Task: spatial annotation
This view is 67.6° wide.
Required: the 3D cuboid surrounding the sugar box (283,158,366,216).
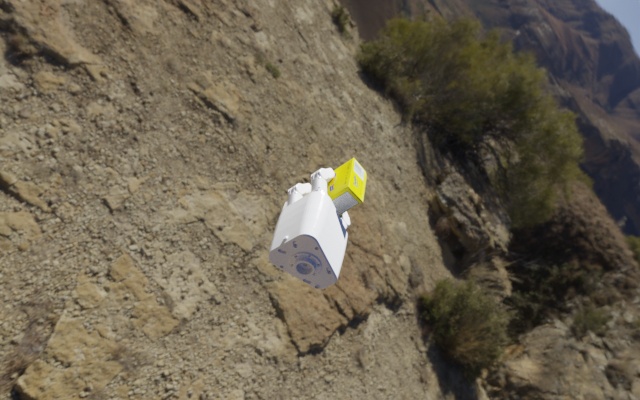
[{"bbox_3d":[0.000,0.002,0.858,0.176,0.048,0.093,-30,26,29],"label":"sugar box"}]
